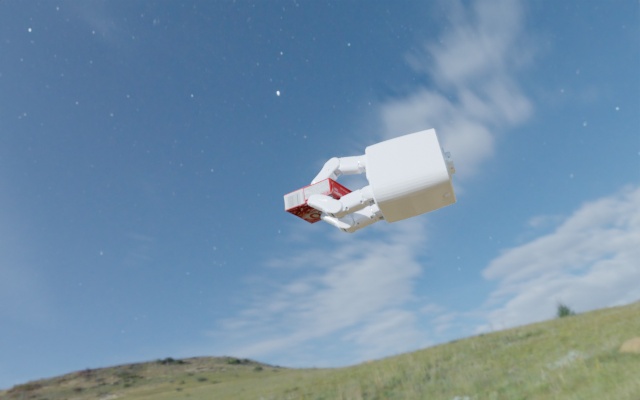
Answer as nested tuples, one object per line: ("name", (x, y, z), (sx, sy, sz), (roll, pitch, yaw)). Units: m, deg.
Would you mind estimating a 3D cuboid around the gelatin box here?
("gelatin box", (0.000, 0.002, 0.741), (0.089, 0.030, 0.073), (-20, -29, 27))
